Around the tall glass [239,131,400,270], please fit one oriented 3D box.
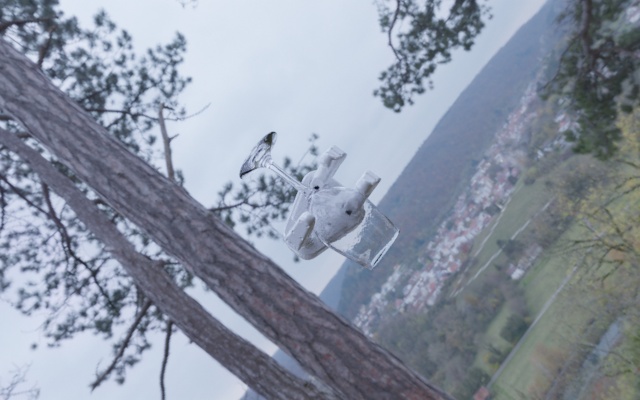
[{"bbox_3d":[0.000,0.002,0.595,0.201,0.079,0.079,37,5,6],"label":"tall glass"}]
